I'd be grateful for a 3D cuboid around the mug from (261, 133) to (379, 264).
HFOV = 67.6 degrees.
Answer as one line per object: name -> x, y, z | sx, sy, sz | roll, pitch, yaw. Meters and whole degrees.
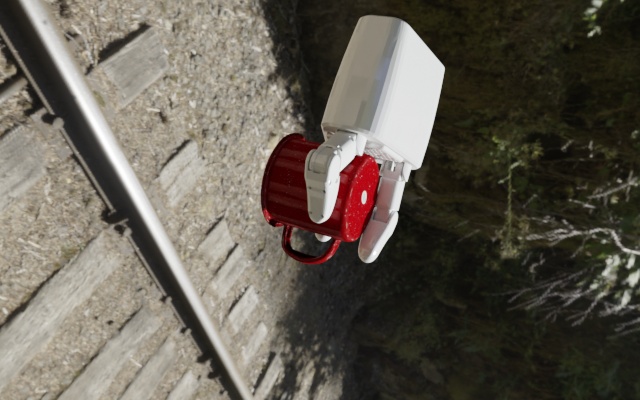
mug -> 0.000, 0.003, 0.442 | 0.081, 0.117, 0.093 | 15, -5, 23
